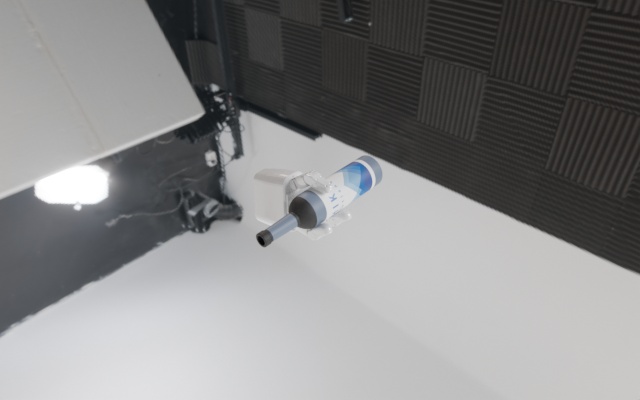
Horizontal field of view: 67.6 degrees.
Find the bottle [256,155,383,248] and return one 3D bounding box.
[{"bbox_3d":[0.000,0.003,0.890,0.295,0.069,0.069,-33,20,-35],"label":"bottle"}]
